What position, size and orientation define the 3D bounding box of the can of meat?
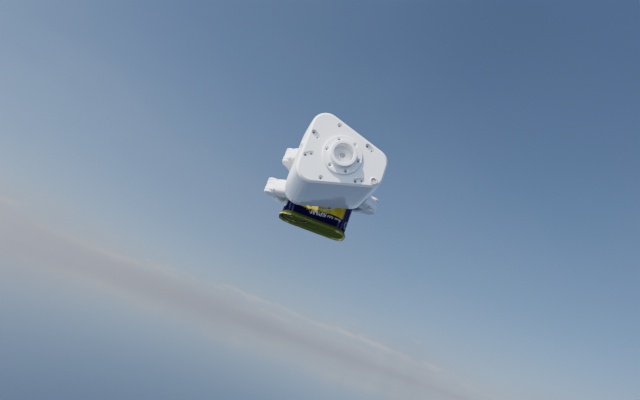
[{"bbox_3d":[0.000,0.002,0.710,0.102,0.084,0.057,20,-16,-1],"label":"can of meat"}]
